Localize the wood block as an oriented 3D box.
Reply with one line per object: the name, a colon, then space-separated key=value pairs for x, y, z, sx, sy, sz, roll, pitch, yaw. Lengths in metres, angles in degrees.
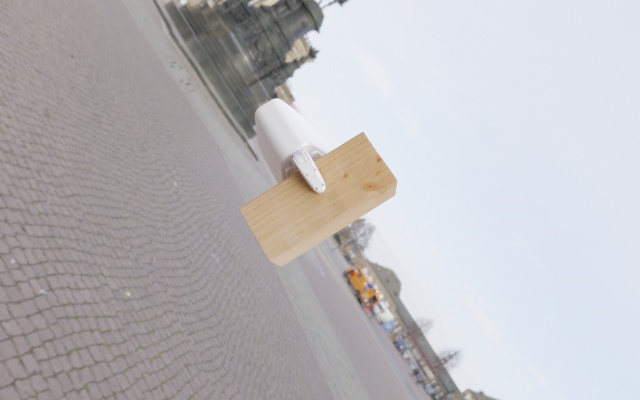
wood block: x=0.000 y=0.002 z=0.696 sx=0.206 sy=0.090 sz=0.091 roll=-32 pitch=-15 yaw=-1
